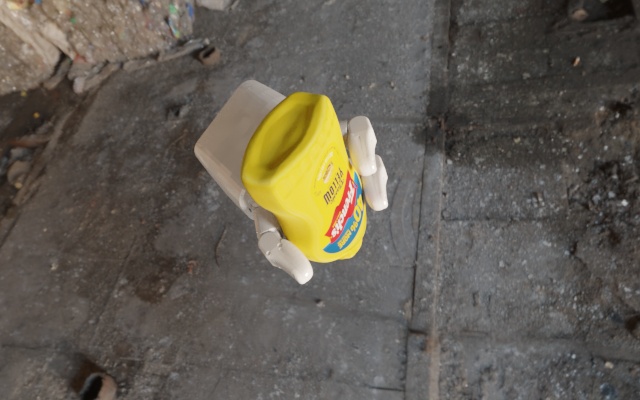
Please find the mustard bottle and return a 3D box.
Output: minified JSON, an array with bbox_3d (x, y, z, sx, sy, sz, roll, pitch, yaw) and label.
[{"bbox_3d":[0.000,0.001,0.433,0.058,0.096,0.192,13,-28,28],"label":"mustard bottle"}]
